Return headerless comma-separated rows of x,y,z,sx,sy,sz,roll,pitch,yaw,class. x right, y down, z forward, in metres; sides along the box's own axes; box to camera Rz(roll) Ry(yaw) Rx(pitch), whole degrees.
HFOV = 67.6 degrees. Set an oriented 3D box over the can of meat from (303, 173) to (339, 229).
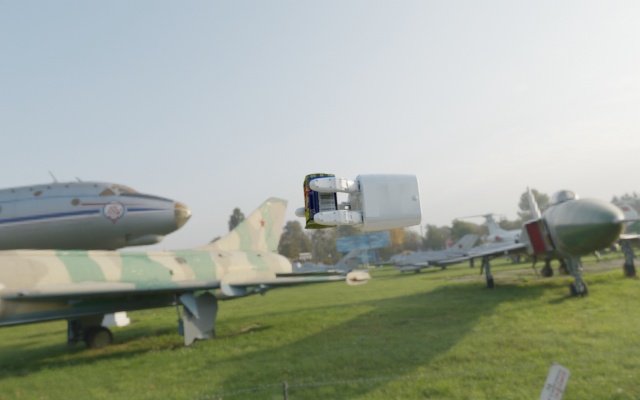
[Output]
0.000,0.002,0.828,0.057,0.084,0.102,-3,-8,-7,can of meat
